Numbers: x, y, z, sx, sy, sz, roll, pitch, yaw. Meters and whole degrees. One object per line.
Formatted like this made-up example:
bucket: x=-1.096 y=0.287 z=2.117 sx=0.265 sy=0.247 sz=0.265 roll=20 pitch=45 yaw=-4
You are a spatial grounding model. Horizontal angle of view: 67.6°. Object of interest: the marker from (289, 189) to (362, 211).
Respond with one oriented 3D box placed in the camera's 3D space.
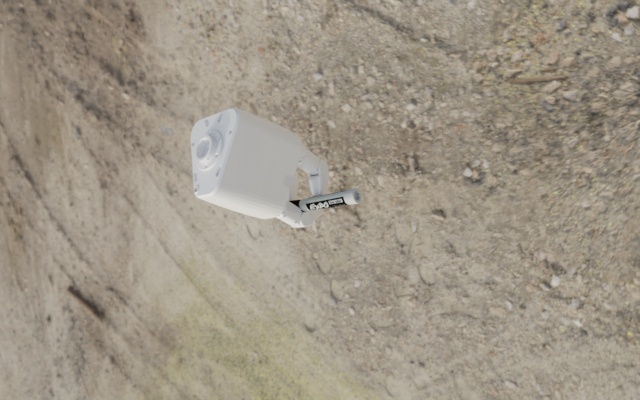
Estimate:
marker: x=0.000 y=0.002 z=0.631 sx=0.121 sy=0.020 sz=0.020 roll=-10 pitch=-6 yaw=40
